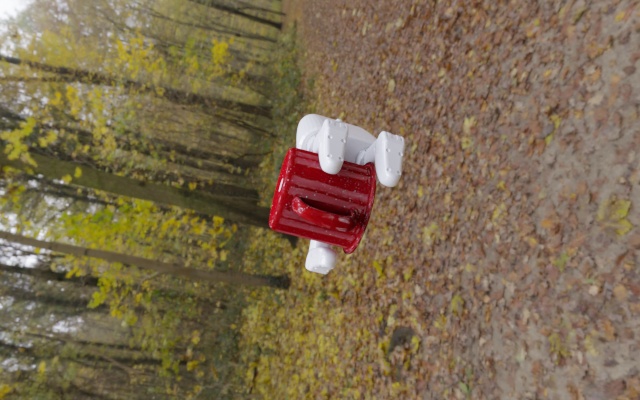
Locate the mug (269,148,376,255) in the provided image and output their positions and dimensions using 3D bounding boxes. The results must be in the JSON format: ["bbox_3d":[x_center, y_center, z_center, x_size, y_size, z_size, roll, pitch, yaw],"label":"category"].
[{"bbox_3d":[0.000,0.002,0.445,0.081,0.093,0.117,14,17,-10],"label":"mug"}]
